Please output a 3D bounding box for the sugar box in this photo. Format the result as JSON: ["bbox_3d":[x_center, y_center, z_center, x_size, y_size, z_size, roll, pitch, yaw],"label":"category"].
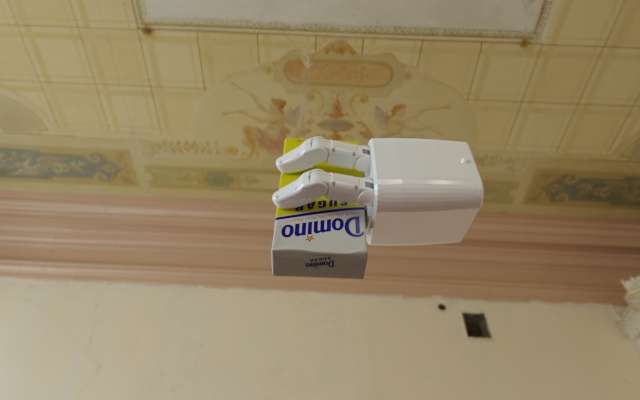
[{"bbox_3d":[0.000,0.001,0.518,0.093,0.048,0.176,2,42,-1],"label":"sugar box"}]
